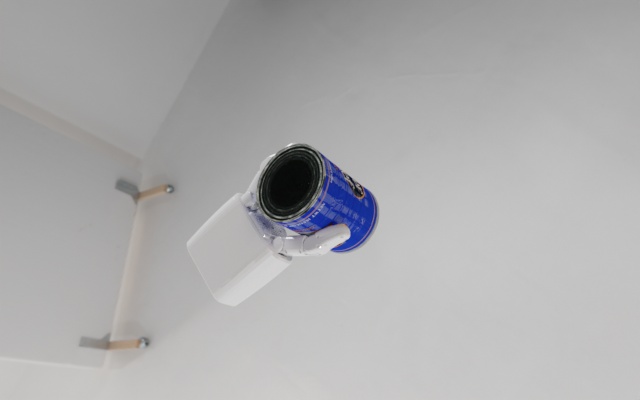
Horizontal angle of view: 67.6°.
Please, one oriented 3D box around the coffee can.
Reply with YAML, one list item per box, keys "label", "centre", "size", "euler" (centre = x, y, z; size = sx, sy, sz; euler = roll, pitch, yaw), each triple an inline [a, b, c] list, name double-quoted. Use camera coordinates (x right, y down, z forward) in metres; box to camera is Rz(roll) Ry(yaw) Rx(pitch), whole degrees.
- label: "coffee can"
  centre: [0.000, 0.002, 0.622]
  size: [0.103, 0.102, 0.140]
  euler: [0, -20, 35]
